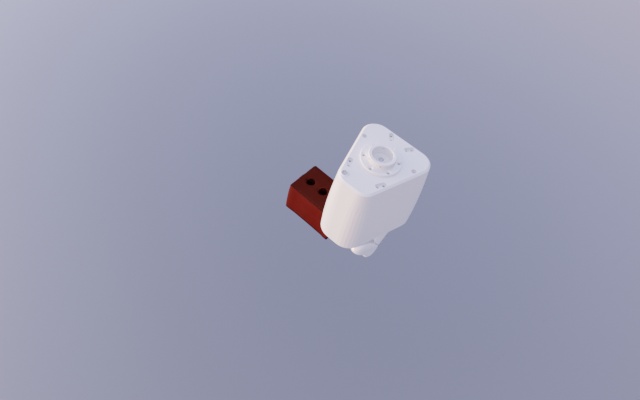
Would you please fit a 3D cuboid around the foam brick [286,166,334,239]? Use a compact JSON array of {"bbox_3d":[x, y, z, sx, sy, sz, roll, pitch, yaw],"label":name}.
[{"bbox_3d":[0.000,0.002,0.647,0.053,0.078,0.051,-40,-21,-31],"label":"foam brick"}]
